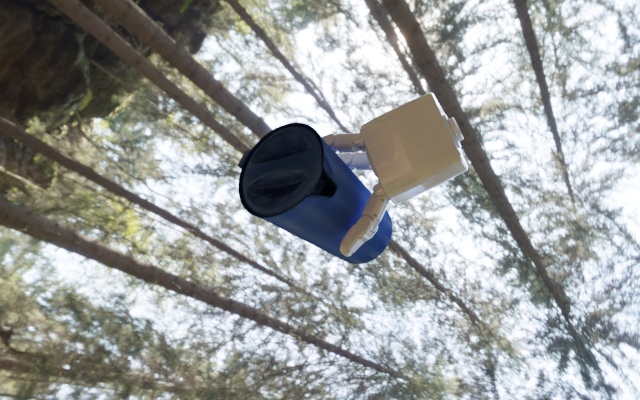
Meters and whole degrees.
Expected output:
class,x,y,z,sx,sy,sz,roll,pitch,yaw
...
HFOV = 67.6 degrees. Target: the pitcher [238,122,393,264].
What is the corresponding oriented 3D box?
class,x,y,z,sx,sy,sz,roll,pitch,yaw
pitcher,0.000,0.002,0.688,0.145,0.149,0.243,-28,-37,19
